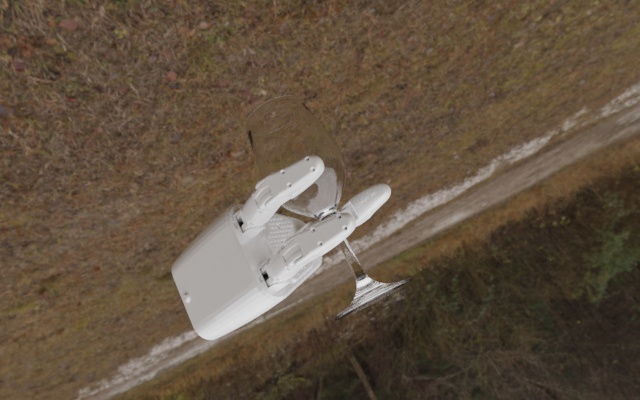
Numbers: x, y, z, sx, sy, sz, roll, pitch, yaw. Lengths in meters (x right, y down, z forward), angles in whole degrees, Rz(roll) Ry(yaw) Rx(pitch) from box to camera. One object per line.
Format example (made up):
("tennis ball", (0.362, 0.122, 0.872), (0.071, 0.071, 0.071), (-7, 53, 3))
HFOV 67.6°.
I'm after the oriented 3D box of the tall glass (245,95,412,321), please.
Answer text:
("tall glass", (0.001, 0.002, 0.435), (0.079, 0.201, 0.079), (-25, -17, -8))
